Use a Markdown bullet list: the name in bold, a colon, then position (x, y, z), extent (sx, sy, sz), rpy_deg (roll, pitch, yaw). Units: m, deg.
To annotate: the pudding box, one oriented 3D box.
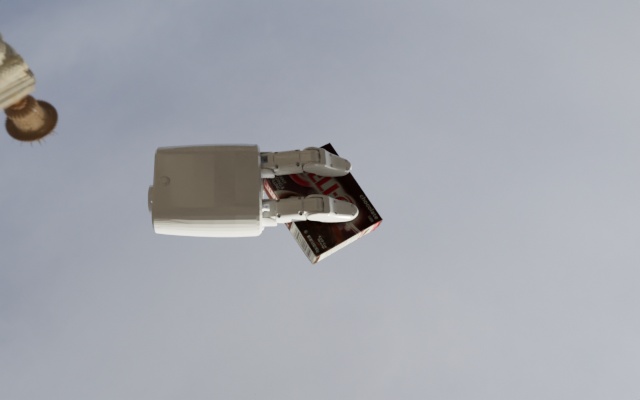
- **pudding box**: position (0.000, 0.002, 0.533), extent (0.090, 0.113, 0.039), rpy_deg (-28, -14, -21)
